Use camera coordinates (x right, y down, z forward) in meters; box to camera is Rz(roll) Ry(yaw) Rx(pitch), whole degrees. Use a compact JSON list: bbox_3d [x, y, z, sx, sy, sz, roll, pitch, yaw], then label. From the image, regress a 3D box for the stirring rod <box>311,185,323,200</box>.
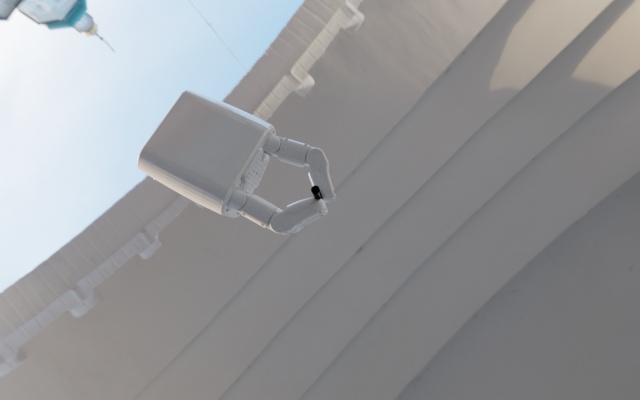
[{"bbox_3d":[0.000,0.002,0.551,0.011,0.011,0.239,0,-5,2],"label":"stirring rod"}]
